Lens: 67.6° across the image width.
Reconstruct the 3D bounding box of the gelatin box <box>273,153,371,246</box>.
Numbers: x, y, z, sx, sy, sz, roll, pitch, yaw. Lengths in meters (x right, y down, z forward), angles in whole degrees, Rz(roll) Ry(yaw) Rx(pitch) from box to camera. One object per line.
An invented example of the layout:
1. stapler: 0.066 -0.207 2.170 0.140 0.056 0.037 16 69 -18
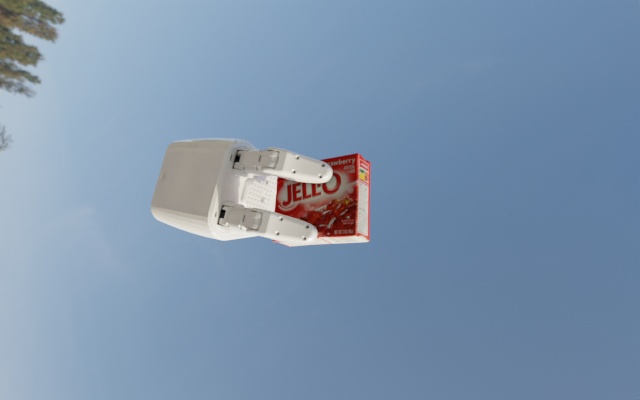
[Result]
1. gelatin box: 0.001 0.001 0.431 0.089 0.073 0.030 -6 -17 31
